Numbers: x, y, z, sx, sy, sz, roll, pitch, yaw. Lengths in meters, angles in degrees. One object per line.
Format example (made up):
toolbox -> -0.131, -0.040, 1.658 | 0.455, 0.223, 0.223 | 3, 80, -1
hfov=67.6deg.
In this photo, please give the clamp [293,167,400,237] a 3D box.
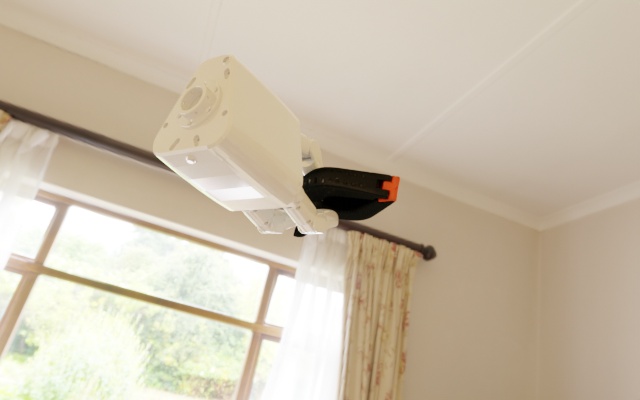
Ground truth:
clamp -> 0.001, 0.001, 0.556 | 0.210, 0.036, 0.165 | -3, -28, 32
